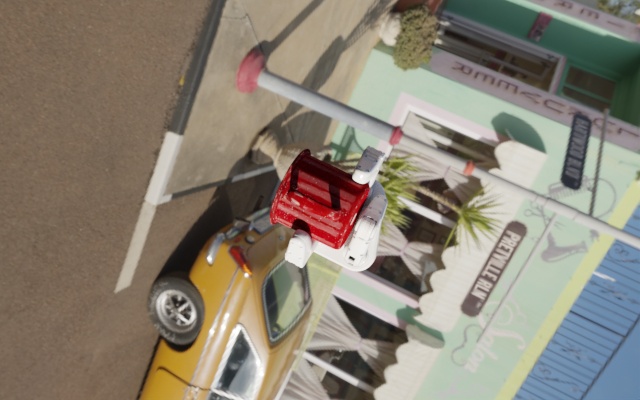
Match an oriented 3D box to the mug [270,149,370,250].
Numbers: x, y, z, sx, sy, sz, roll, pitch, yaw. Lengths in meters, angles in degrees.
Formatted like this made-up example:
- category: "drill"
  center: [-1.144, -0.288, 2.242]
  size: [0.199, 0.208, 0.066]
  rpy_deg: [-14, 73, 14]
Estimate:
- category: "mug"
  center: [0.000, 0.002, 0.512]
  size: [0.081, 0.093, 0.117]
  rpy_deg: [26, 4, 9]
